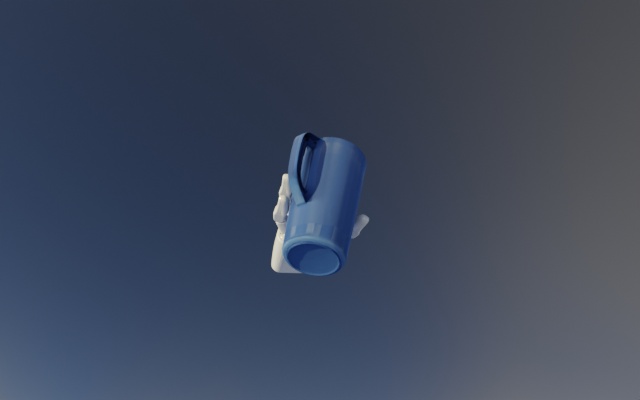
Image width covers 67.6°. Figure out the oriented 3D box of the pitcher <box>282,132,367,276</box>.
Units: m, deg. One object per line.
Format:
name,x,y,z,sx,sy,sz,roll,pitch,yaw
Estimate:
pitcher,0.000,0.003,0.850,0.149,0.242,0.145,15,-43,-4
